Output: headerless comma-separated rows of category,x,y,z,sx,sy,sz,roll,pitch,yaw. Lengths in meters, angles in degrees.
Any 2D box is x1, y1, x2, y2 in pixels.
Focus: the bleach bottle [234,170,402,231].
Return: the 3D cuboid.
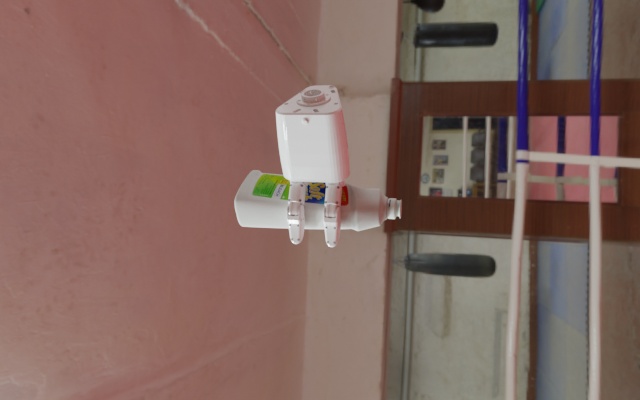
bleach bottle,0.000,0.003,0.745,0.251,0.068,0.102,3,35,14
